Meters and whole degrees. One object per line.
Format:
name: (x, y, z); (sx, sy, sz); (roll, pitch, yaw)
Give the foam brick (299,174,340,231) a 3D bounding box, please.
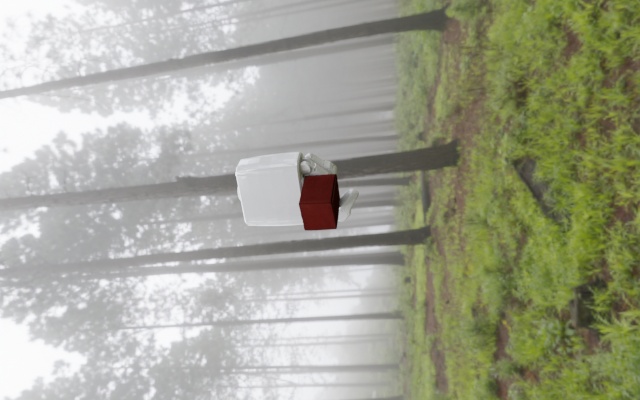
foam brick: (0.000, 0.002, 0.734); (0.051, 0.053, 0.078); (-3, 35, 9)
